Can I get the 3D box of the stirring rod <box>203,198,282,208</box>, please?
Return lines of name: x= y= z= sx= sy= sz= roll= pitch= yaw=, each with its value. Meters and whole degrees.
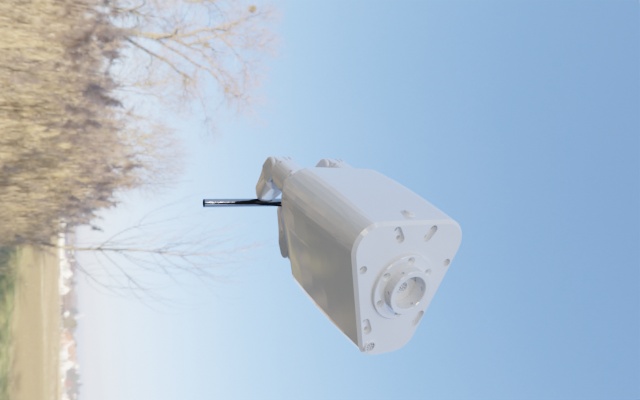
stirring rod: x=0.000 y=0.002 z=0.488 sx=0.239 sy=0.011 sz=0.011 roll=0 pitch=0 yaw=-29
